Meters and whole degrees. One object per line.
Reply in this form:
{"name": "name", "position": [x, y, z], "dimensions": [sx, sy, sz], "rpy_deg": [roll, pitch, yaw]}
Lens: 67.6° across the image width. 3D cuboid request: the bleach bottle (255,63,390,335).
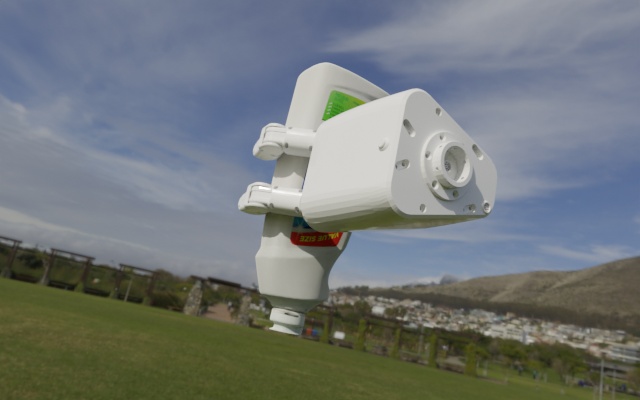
{"name": "bleach bottle", "position": [0.000, 0.001, 0.461], "dimensions": [0.102, 0.250, 0.068], "rpy_deg": [21, -17, -31]}
